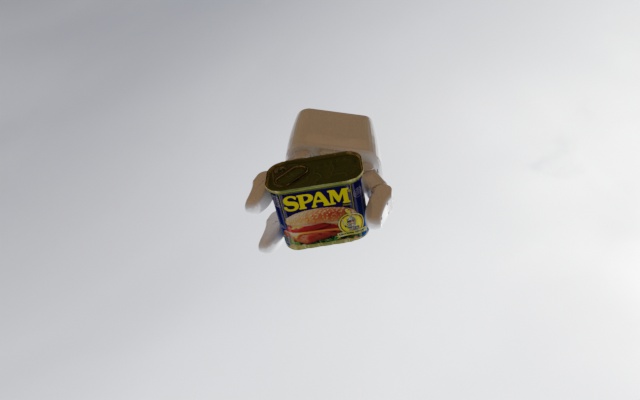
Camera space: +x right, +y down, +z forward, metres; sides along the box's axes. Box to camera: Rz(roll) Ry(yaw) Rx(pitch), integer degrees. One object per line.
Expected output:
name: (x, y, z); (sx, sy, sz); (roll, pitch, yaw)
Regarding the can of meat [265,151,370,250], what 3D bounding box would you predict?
can of meat: (0.000, 0.002, 0.515); (0.102, 0.084, 0.057); (-9, 36, 5)
